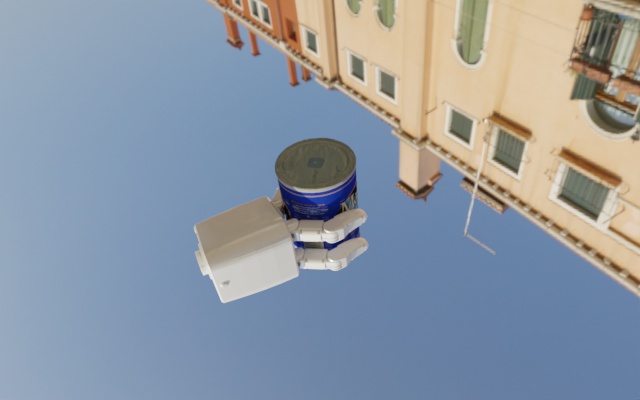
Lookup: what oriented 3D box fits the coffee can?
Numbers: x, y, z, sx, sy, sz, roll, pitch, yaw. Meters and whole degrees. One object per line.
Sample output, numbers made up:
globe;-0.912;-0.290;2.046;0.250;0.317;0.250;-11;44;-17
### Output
coffee can;0.000;0.002;0.642;0.103;0.140;0.102;-4;43;4
